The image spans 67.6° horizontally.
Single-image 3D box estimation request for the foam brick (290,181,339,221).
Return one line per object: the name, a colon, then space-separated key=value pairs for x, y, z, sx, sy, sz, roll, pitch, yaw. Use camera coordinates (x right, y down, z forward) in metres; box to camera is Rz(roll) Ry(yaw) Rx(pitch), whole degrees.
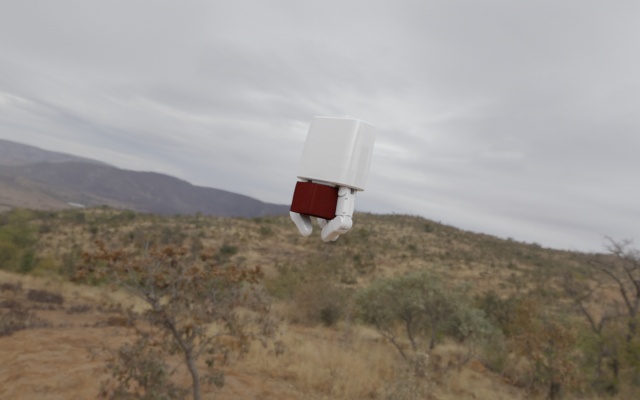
foam brick: x=0.000 y=0.003 z=0.758 sx=0.078 sy=0.051 sz=0.053 roll=14 pitch=-3 yaw=-37
